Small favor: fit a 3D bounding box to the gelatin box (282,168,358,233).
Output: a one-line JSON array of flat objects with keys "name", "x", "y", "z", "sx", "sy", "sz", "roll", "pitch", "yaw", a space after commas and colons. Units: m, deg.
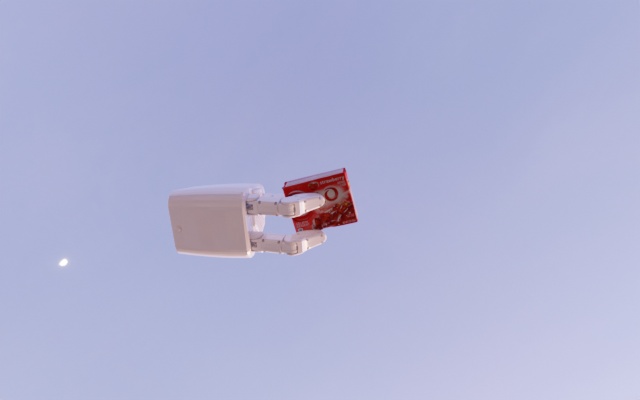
[{"name": "gelatin box", "x": 0.000, "y": 0.002, "z": 0.650, "sx": 0.089, "sy": 0.073, "sz": 0.030, "roll": -13, "pitch": 17, "yaw": 8}]
